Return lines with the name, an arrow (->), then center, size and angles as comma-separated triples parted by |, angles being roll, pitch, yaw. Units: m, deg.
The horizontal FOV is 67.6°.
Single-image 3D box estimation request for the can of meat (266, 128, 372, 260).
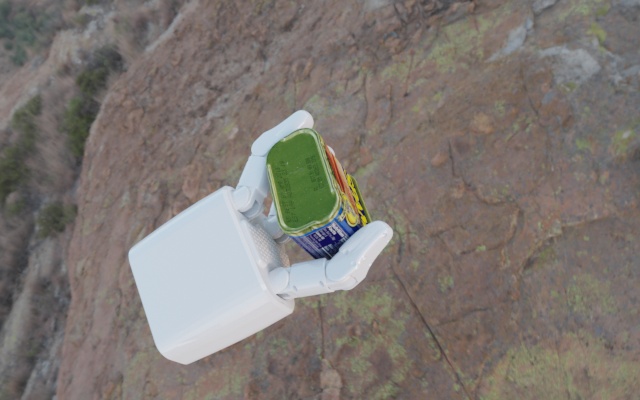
can of meat -> 0.000, 0.001, 0.401 | 0.057, 0.102, 0.084 | -26, -37, 12
